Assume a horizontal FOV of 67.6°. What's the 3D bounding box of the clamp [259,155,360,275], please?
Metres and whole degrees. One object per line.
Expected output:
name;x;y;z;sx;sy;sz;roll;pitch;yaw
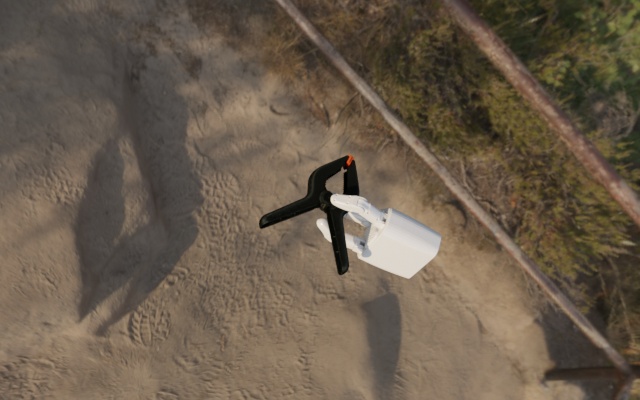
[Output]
clamp;0.001;0.002;0.813;0.164;0.210;0.036;25;-27;-9
